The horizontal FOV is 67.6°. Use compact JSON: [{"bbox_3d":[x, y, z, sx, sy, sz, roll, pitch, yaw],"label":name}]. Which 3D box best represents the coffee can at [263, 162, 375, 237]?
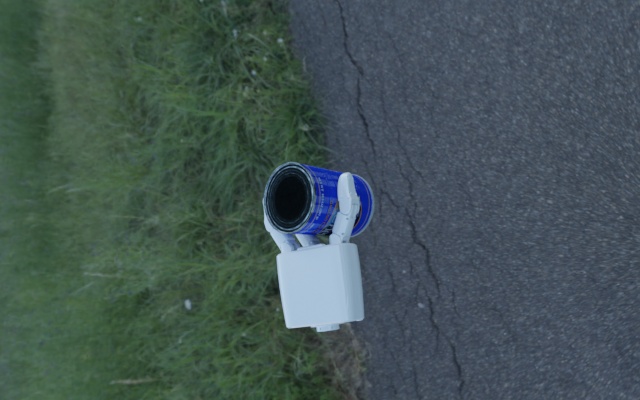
[{"bbox_3d":[0.000,0.002,0.721,0.103,0.103,0.140,0,-5,41],"label":"coffee can"}]
